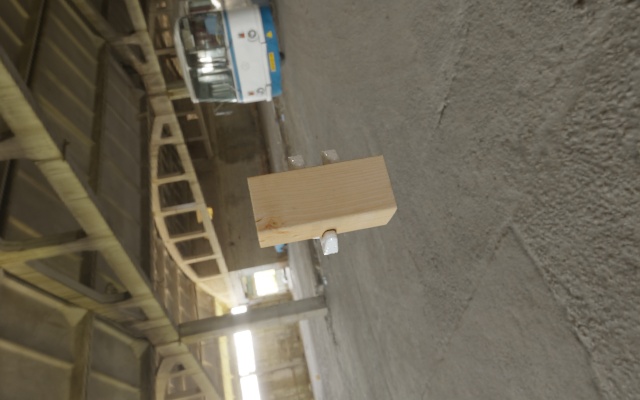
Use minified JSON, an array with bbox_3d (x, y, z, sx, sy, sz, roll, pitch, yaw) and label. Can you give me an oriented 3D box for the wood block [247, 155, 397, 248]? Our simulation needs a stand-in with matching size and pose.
[{"bbox_3d":[0.000,0.003,0.732,0.206,0.090,0.090,-11,-18,-8],"label":"wood block"}]
